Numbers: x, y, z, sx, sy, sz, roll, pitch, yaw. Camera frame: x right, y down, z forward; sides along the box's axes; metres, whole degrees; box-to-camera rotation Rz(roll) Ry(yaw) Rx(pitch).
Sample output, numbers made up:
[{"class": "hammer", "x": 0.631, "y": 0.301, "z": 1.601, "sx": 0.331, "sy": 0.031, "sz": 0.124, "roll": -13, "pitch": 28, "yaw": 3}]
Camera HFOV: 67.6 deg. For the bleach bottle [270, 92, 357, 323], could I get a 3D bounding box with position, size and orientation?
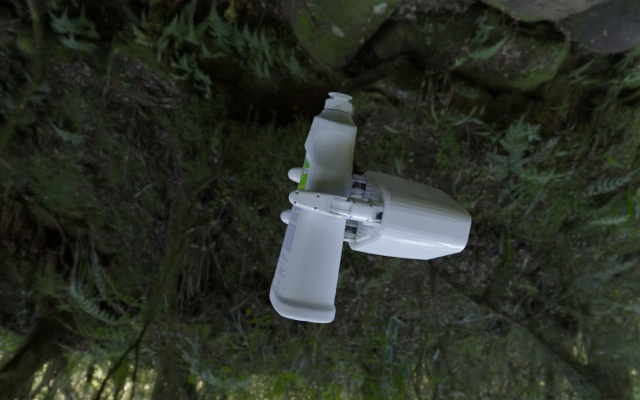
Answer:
[{"class": "bleach bottle", "x": 0.000, "y": 0.002, "z": 0.546, "sx": 0.068, "sy": 0.251, "sz": 0.102, "roll": 11, "pitch": 1, "yaw": -15}]
